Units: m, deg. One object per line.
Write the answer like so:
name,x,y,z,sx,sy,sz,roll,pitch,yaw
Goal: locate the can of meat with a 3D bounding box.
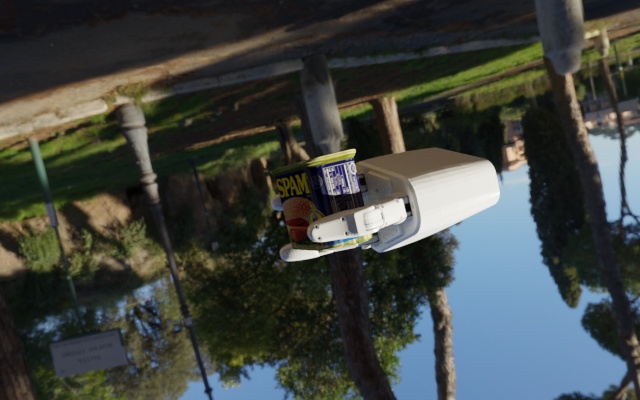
can of meat,0.000,0.002,0.463,0.057,0.084,0.102,-16,4,-28
